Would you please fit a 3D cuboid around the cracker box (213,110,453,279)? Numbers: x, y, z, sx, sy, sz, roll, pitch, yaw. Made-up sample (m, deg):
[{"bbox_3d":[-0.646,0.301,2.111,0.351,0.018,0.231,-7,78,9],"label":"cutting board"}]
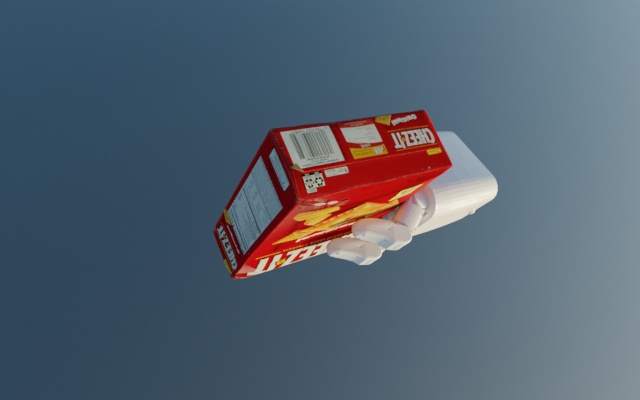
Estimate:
[{"bbox_3d":[0.000,0.001,0.481,0.164,0.072,0.214,-13,-19,-30],"label":"cracker box"}]
